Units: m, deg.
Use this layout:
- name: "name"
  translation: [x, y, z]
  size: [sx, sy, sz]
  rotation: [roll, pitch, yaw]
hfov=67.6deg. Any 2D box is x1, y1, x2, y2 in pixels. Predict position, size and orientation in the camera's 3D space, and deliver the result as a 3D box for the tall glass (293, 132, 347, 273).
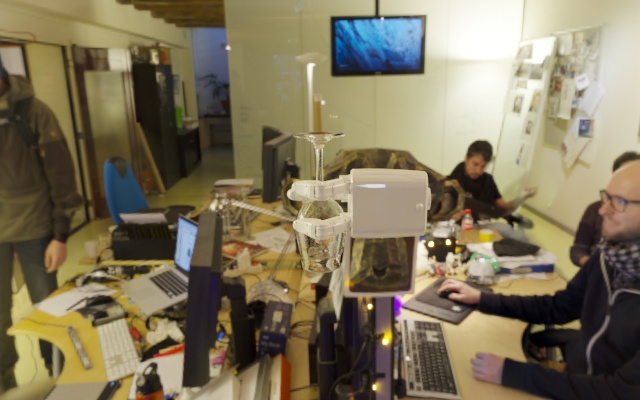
- name: "tall glass"
  translation: [0.000, 0.002, 0.705]
  size: [0.079, 0.201, 0.079]
  rotation: [-1, 14, 0]
